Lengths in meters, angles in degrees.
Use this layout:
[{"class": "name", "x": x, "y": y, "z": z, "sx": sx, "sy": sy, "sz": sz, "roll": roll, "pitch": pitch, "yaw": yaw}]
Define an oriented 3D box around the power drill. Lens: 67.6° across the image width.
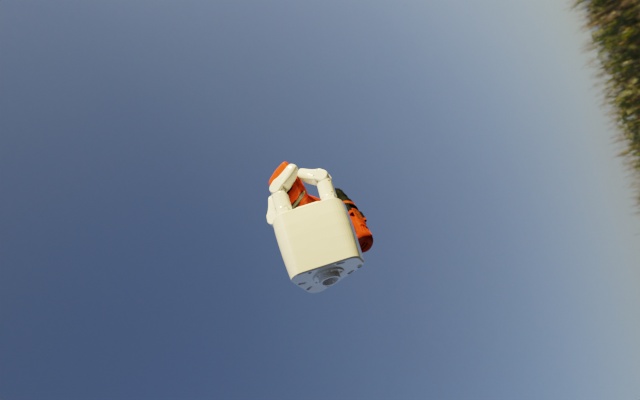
[{"class": "power drill", "x": 0.000, "y": 0.003, "z": 0.862, "sx": 0.188, "sy": 0.057, "sz": 0.184, "roll": 28, "pitch": 18, "yaw": -31}]
